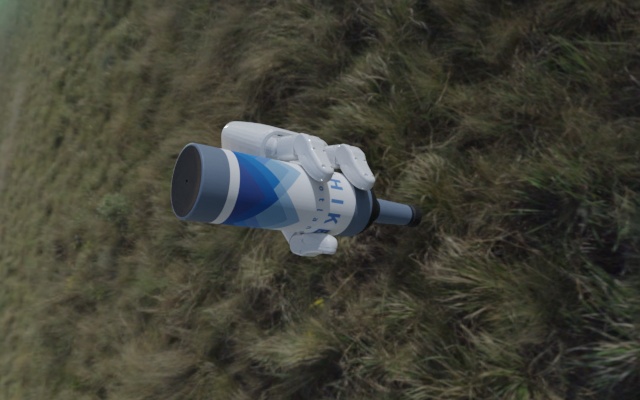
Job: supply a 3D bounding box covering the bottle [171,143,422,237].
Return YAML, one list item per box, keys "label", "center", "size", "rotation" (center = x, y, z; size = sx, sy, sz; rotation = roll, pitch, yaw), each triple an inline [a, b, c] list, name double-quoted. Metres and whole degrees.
- label: "bottle"
  center: [0.000, 0.002, 0.495]
  size: [0.296, 0.069, 0.069]
  rotation: [9, -6, -38]
